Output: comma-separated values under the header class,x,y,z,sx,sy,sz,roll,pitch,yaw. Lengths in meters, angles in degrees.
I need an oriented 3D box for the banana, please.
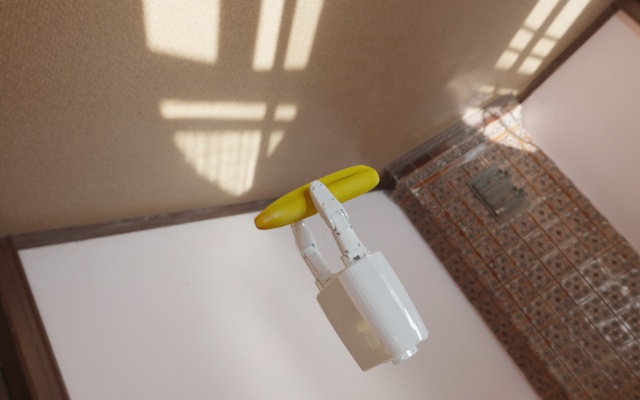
class,x,y,z,sx,sy,sz,roll,pitch,yaw
banana,0.011,-0.008,0.586,0.198,0.037,0.070,-21,-15,-39
